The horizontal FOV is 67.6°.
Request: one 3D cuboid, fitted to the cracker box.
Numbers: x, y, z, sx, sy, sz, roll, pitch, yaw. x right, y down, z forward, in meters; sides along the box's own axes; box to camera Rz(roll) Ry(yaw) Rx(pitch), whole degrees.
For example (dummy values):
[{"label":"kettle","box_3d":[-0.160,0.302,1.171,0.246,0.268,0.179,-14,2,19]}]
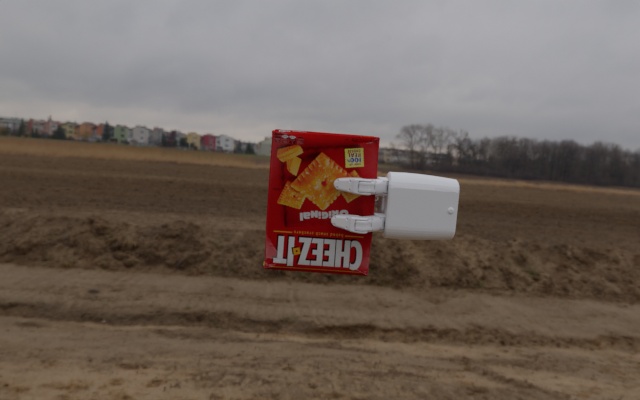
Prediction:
[{"label":"cracker box","box_3d":[0.000,0.002,0.741,0.164,0.214,0.072,4,6,-1]}]
